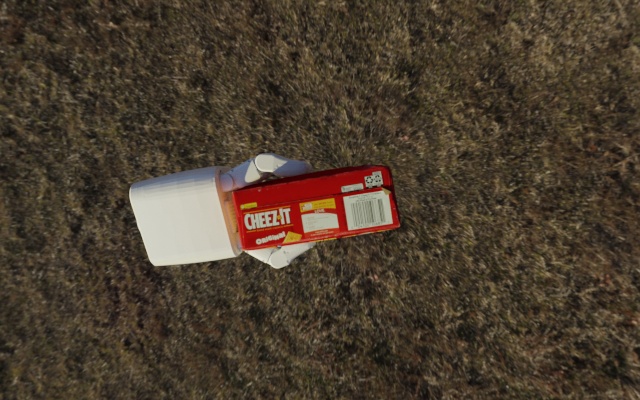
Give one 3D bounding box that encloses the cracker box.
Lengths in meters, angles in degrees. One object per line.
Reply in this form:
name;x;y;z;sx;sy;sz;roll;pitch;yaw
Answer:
cracker box;0.000;0.002;0.578;0.164;0.072;0.213;-9;3;3
